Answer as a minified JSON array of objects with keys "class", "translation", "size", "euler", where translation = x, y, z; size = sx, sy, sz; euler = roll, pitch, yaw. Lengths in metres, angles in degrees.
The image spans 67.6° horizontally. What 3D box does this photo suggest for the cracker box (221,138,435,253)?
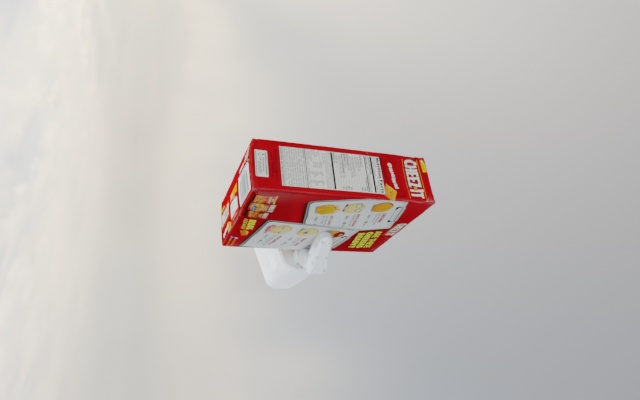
[{"class":"cracker box","translation":[0.000,0.002,0.579],"size":[0.214,0.072,0.164],"euler":[4,-27,-21]}]
